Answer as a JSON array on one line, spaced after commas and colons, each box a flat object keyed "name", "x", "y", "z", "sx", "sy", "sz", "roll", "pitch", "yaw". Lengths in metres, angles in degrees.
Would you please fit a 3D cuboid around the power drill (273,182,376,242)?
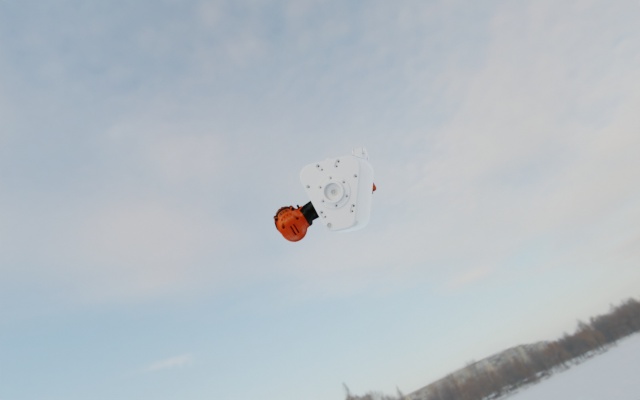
[{"name": "power drill", "x": 0.001, "y": 0.003, "z": 0.869, "sx": 0.187, "sy": 0.057, "sz": 0.184, "roll": -34, "pitch": 12, "yaw": -4}]
